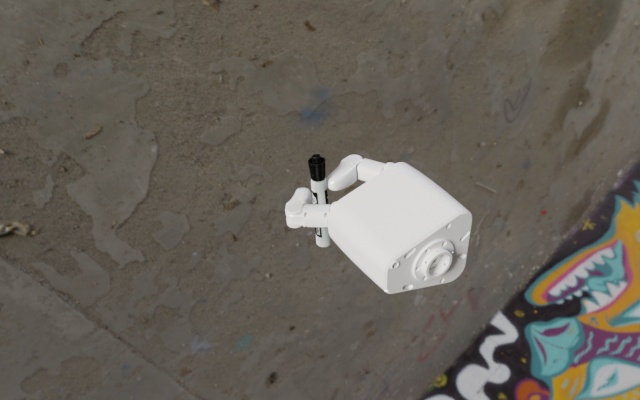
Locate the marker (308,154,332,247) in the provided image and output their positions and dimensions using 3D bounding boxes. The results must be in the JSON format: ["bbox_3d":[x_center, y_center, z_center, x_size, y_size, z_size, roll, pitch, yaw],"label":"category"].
[{"bbox_3d":[0.000,0.002,0.543,0.020,0.121,0.020,-3,35,2],"label":"marker"}]
